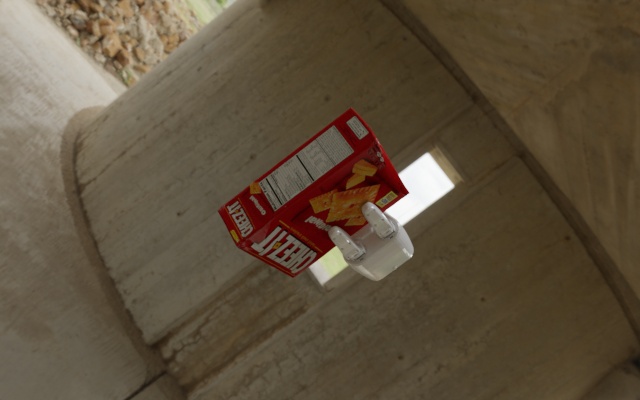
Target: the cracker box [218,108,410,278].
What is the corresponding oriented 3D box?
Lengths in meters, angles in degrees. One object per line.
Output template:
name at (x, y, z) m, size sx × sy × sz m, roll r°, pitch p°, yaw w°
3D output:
cracker box at (0.000, 0.002, 0.638) m, size 0.214 × 0.072 × 0.164 m, roll -37°, pitch -32°, yaw 5°
